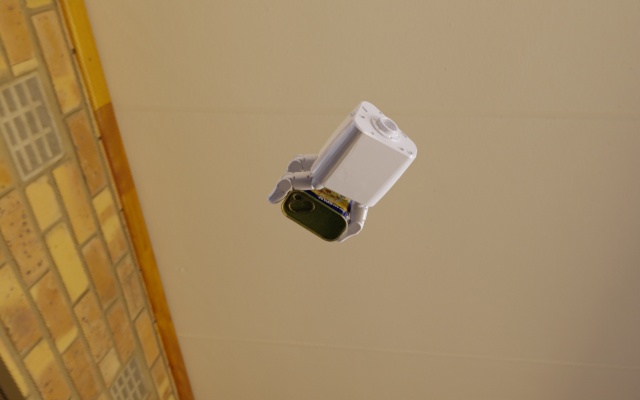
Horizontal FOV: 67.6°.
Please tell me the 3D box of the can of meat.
[{"bbox_3d":[0.000,0.002,0.748,0.102,0.057,0.084,32,36,-5],"label":"can of meat"}]
